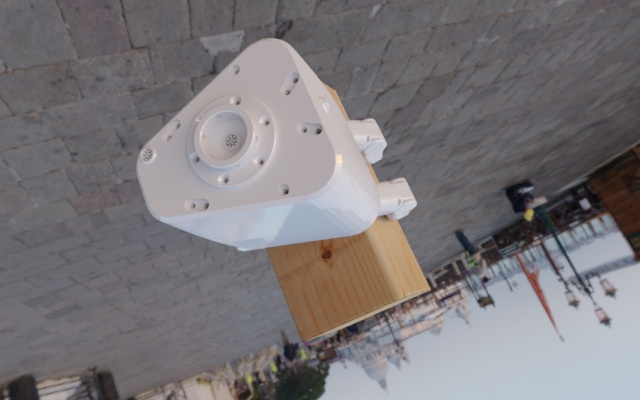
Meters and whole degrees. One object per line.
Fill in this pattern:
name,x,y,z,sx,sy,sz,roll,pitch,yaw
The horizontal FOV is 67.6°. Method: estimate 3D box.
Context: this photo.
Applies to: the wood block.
wood block,0.000,0.002,0.411,0.091,0.206,0.090,-30,-17,21
